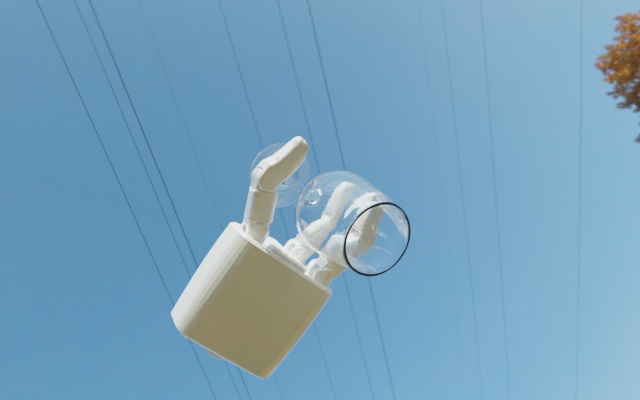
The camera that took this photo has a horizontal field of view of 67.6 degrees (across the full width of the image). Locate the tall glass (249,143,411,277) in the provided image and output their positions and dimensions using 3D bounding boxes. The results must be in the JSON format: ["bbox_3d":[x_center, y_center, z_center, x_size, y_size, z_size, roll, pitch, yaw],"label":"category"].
[{"bbox_3d":[0.000,0.001,0.452,0.079,0.079,0.201,0,17,-28],"label":"tall glass"}]
